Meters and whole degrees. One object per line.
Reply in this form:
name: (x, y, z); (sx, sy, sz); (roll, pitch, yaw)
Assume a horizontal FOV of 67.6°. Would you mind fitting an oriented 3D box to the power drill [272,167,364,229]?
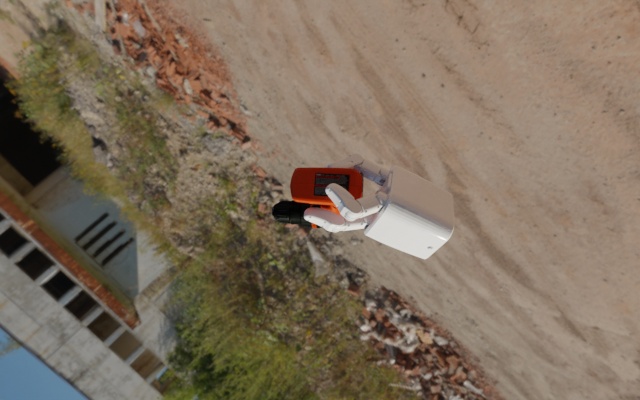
power drill: (0.000, 0.002, 0.775); (0.184, 0.057, 0.188); (1, -16, 5)
